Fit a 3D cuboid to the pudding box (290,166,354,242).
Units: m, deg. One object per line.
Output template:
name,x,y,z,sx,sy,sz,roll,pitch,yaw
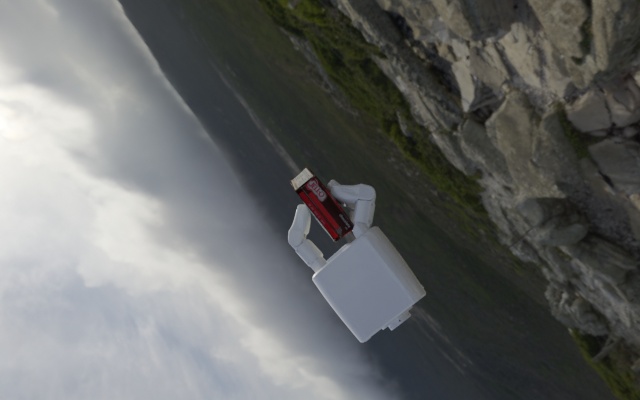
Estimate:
pudding box,0.000,0.002,0.665,0.039,0.090,0.113,-38,12,-2
